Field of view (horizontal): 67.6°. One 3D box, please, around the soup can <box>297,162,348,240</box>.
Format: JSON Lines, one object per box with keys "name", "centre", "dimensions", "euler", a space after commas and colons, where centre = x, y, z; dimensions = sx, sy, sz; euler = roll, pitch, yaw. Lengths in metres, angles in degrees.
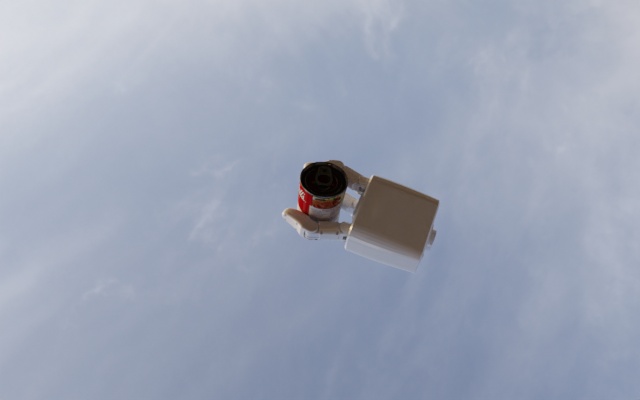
{"name": "soup can", "centre": [0.000, 0.002, 0.700], "dimensions": [0.068, 0.068, 0.102], "euler": [0, -40, -7]}
